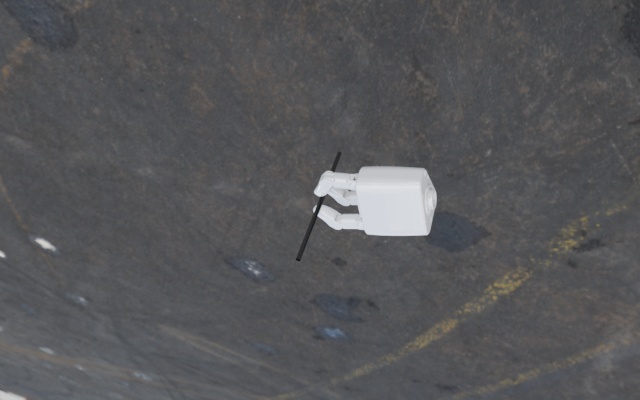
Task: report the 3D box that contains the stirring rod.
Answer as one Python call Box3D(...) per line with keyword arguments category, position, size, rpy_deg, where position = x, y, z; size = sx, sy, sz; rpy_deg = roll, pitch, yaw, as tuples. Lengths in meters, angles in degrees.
Box3D(category="stirring rod", position=(0.000, 0.003, 0.825), size=(0.011, 0.239, 0.011), rpy_deg=(14, -36, 10))
